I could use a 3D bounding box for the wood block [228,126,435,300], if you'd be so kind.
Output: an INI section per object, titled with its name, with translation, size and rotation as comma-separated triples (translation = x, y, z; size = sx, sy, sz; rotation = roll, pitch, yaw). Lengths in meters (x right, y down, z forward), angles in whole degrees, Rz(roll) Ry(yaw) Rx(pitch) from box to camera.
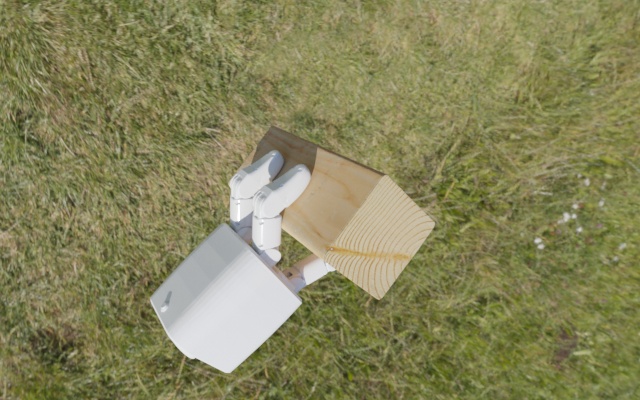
[wood block]
translation = 0.000, 0.002, 0.491
size = 0.091, 0.090, 0.206
rotation = 40, -5, -38
